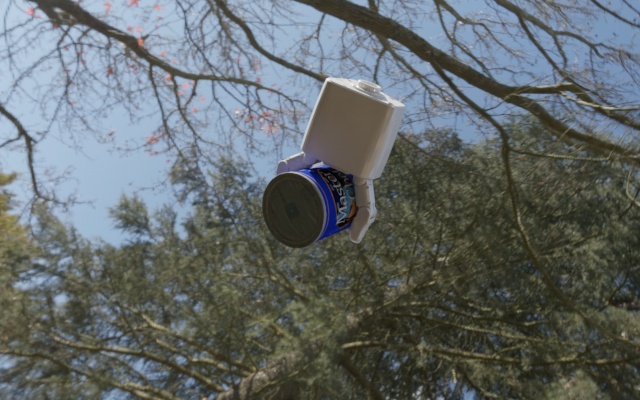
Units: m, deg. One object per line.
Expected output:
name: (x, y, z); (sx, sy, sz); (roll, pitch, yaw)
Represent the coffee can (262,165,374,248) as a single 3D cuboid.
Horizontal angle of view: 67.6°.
coffee can: (0.000, 0.002, 0.687); (0.103, 0.103, 0.140); (0, 10, 34)
